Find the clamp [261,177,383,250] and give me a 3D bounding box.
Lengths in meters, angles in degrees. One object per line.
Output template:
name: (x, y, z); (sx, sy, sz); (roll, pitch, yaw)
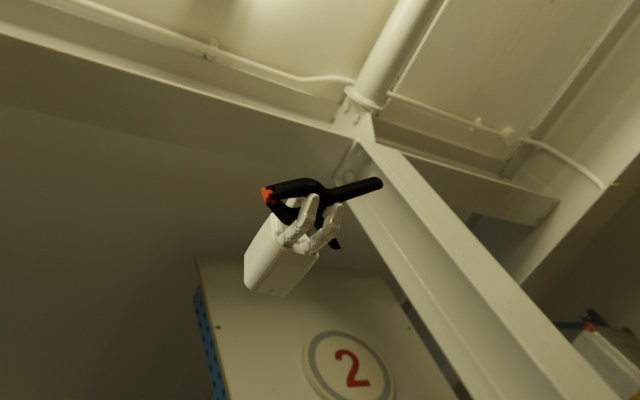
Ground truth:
clamp: (-0.001, 0.002, 0.813); (0.210, 0.164, 0.036); (20, 26, -38)
